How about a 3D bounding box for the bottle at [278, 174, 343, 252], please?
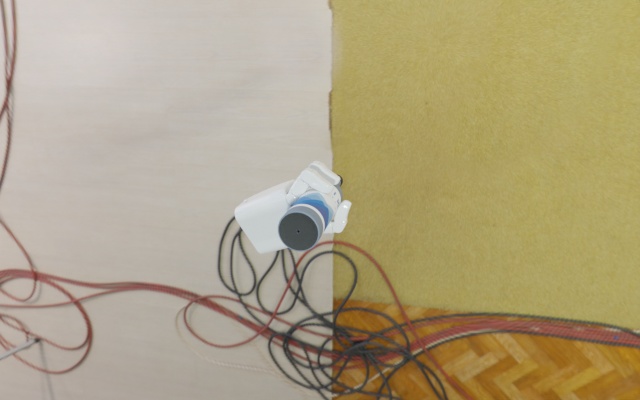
[{"bbox_3d":[0.000,0.003,0.856,0.069,0.069,0.295,0,18,14],"label":"bottle"}]
